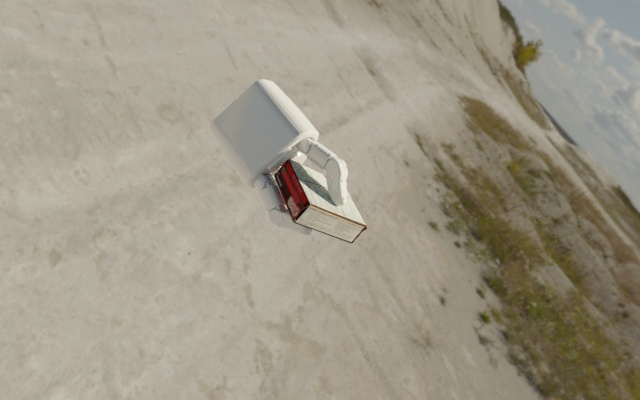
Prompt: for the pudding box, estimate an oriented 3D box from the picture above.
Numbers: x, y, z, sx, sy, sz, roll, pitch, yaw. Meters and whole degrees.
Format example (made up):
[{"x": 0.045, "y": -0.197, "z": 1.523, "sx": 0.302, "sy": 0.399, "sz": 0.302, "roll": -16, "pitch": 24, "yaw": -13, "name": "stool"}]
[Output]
[{"x": 0.000, "y": 0.002, "z": 0.632, "sx": 0.113, "sy": 0.090, "sz": 0.039, "roll": 21, "pitch": -58, "yaw": -40, "name": "pudding box"}]
